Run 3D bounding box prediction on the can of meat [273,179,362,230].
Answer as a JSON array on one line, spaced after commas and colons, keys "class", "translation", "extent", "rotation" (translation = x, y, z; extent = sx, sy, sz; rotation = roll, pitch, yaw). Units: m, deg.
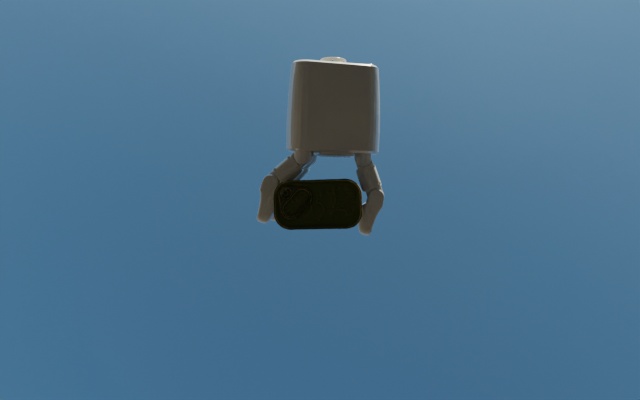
[{"class": "can of meat", "translation": [0.000, 0.002, 0.585], "extent": [0.102, 0.057, 0.084], "rotation": [-2, 4, 5]}]
